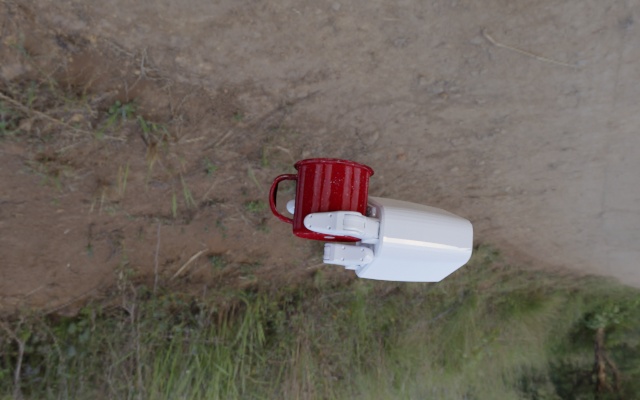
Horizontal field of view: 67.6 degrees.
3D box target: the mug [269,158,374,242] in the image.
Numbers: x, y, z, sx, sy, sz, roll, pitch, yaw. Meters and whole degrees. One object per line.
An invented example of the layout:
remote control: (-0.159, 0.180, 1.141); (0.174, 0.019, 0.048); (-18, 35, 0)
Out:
mug: (-0.001, 0.002, 0.540); (0.117, 0.081, 0.093); (7, -10, -8)
